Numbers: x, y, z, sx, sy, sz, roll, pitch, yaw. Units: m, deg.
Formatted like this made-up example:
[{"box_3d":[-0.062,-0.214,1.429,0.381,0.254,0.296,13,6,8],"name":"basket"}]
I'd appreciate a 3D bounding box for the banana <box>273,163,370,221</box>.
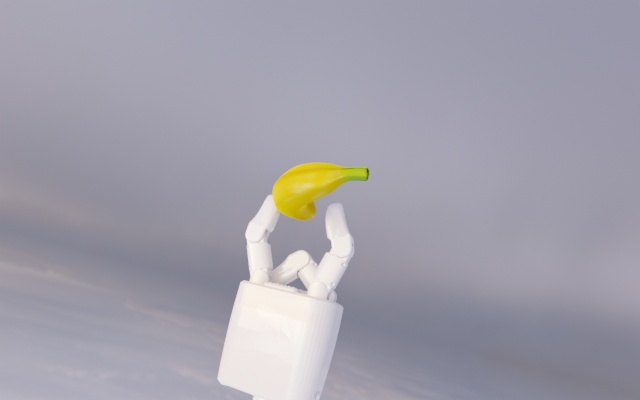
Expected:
[{"box_3d":[-0.017,-0.004,0.493,0.069,0.037,0.198,16,-14,-12],"name":"banana"}]
